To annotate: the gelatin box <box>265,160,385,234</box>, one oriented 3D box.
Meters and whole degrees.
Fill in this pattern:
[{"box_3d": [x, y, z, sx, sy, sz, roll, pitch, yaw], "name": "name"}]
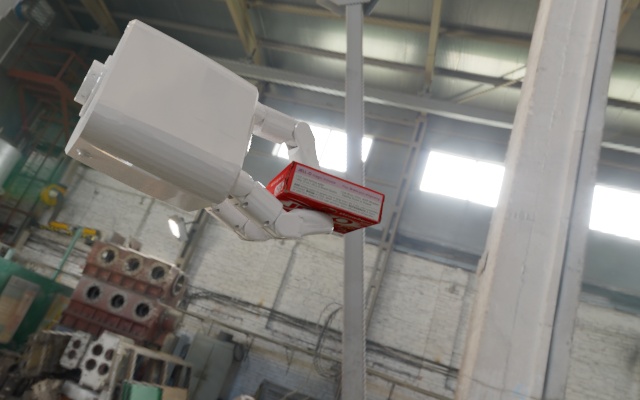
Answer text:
[{"box_3d": [0.000, 0.001, 0.421, 0.089, 0.030, 0.073, 18, -18, -18], "name": "gelatin box"}]
